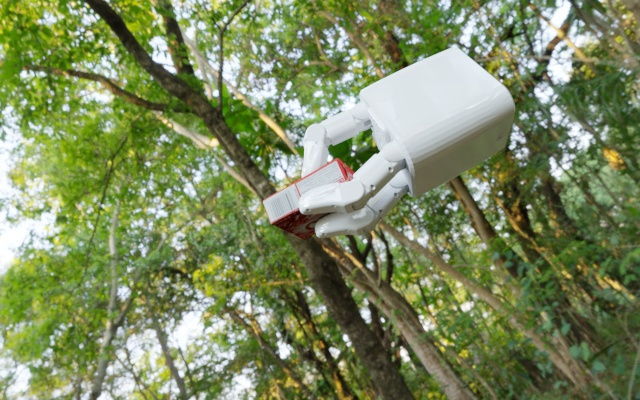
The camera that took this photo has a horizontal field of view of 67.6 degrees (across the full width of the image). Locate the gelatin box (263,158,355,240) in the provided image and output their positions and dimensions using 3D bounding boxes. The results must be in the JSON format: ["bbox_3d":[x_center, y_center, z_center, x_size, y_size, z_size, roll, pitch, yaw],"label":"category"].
[{"bbox_3d":[0.000,0.001,0.473,0.089,0.030,0.073,-29,-26,14],"label":"gelatin box"}]
